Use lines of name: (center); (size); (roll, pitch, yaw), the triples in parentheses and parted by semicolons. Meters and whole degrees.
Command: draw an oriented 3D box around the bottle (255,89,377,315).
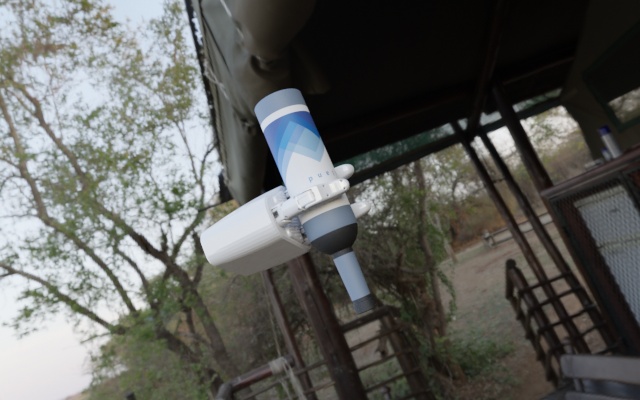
bottle: (0.000, 0.002, 0.611); (0.069, 0.295, 0.069); (-23, -10, -4)
